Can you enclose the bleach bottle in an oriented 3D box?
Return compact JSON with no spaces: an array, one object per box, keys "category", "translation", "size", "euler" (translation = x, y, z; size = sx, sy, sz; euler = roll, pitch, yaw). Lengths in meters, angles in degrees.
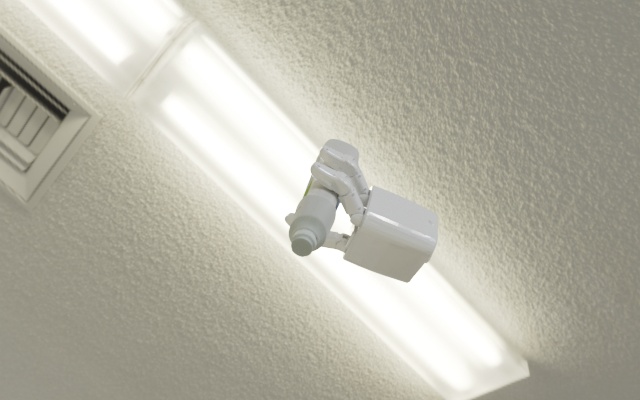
[{"category":"bleach bottle","translation":[0.000,0.002,0.693],"size":[0.068,0.103,0.250],"euler":[22,33,0]}]
